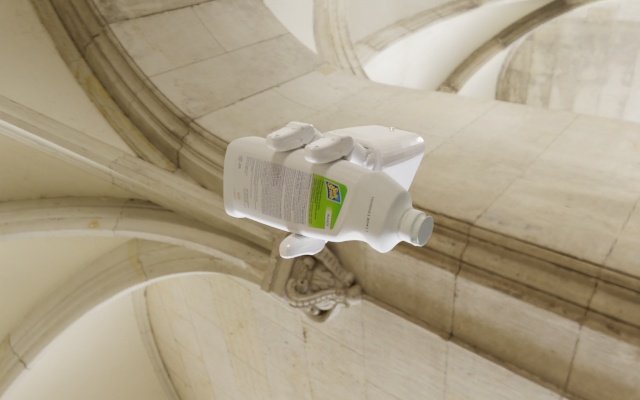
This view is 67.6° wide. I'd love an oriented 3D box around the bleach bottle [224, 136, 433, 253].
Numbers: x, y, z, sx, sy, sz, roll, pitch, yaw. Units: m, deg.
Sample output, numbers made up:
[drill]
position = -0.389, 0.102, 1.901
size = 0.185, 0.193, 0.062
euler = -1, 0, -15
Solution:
[bleach bottle]
position = 0.000, 0.002, 0.510
size = 0.250, 0.103, 0.068
euler = 20, 25, 36
